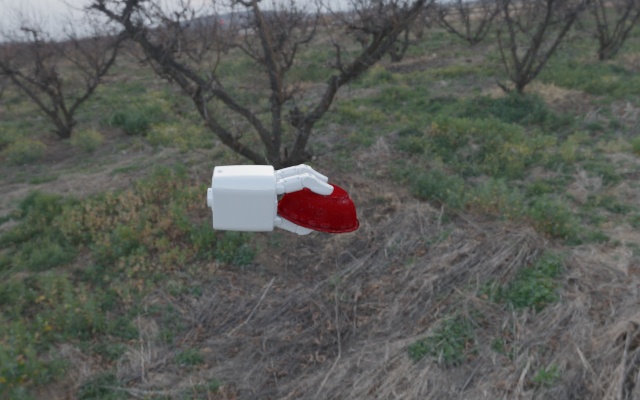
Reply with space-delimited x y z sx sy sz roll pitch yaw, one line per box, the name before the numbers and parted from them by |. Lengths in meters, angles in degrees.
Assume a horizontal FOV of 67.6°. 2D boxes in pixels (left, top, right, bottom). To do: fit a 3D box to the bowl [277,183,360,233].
bowl | 0.001 0.003 0.879 0.162 0.055 0.162 13 17 -4
